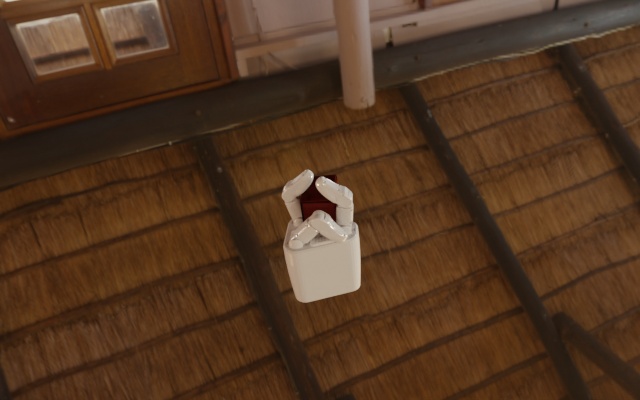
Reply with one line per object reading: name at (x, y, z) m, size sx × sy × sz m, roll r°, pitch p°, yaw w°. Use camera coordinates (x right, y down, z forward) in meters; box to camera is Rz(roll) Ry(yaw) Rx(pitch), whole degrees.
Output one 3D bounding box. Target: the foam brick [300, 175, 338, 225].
foam brick at (0.000, 0.002, 0.732) m, size 0.053 × 0.051 × 0.078 m, roll -3°, pitch 32°, yaw 8°
